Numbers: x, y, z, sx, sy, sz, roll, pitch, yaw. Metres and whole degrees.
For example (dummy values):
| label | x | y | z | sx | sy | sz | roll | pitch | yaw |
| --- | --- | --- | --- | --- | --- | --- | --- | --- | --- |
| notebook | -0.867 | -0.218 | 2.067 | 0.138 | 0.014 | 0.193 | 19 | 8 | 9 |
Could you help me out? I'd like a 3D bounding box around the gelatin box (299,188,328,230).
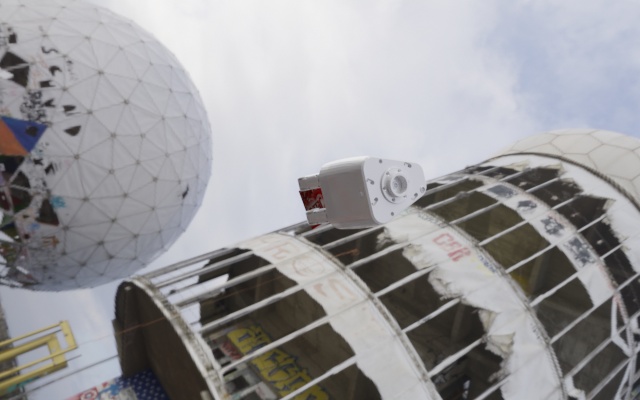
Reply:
| label | x | y | z | sx | sy | sz | roll | pitch | yaw |
| --- | --- | --- | --- | --- | --- | --- | --- | --- | --- |
| gelatin box | 0.000 | 0.003 | 0.800 | 0.030 | 0.073 | 0.089 | -16 | -9 | -26 |
